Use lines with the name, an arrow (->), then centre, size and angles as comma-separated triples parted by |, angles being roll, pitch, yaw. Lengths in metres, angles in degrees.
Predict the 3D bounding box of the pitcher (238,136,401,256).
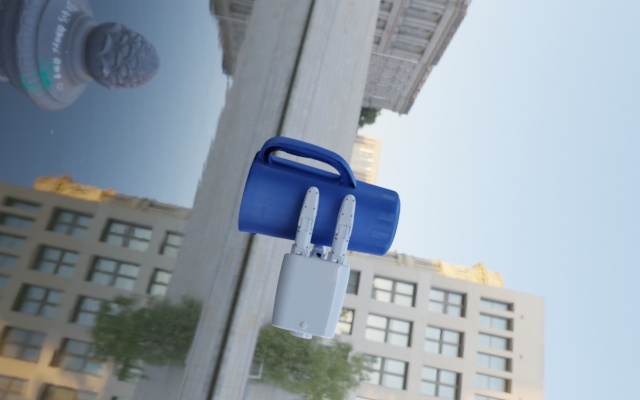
pitcher -> 0.000, 0.003, 0.755 | 0.243, 0.145, 0.149 | 13, -11, -1
